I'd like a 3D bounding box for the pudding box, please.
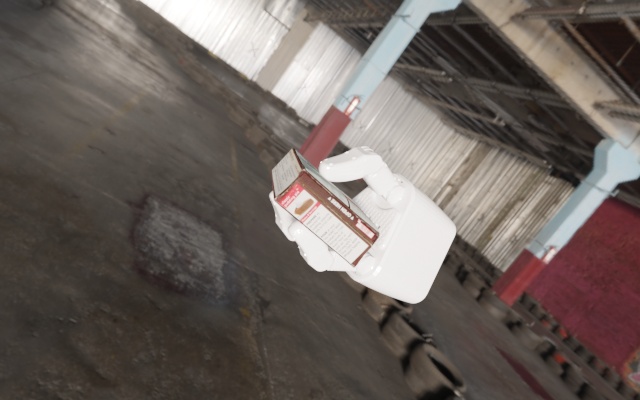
[{"bbox_3d":[0.000,0.001,0.429,0.090,0.039,0.113,40,5,-15],"label":"pudding box"}]
